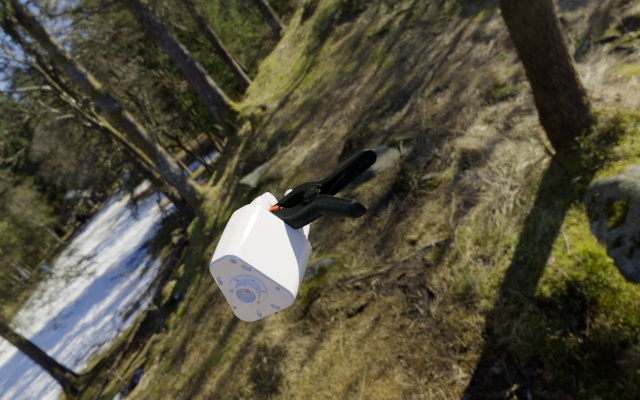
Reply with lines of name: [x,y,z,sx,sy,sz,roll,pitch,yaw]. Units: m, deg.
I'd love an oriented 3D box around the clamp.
clamp: [0.000,0.002,0.640,0.171,0.039,0.120,-29,25,25]
